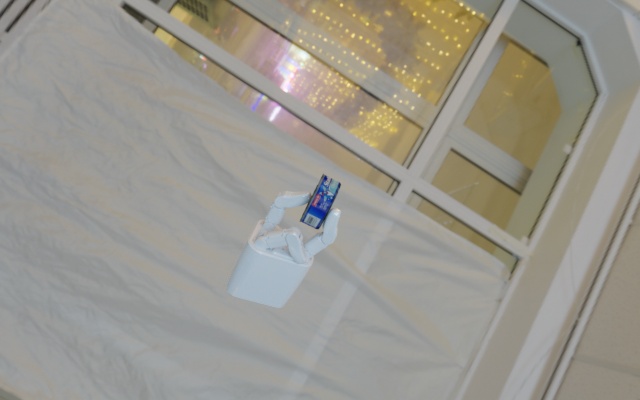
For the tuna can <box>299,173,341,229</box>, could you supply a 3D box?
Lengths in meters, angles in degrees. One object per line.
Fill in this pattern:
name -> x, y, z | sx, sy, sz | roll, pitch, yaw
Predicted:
tuna can -> 0.001, 0.003, 0.761 | 0.034, 0.086, 0.086 | 26, -1, -2
